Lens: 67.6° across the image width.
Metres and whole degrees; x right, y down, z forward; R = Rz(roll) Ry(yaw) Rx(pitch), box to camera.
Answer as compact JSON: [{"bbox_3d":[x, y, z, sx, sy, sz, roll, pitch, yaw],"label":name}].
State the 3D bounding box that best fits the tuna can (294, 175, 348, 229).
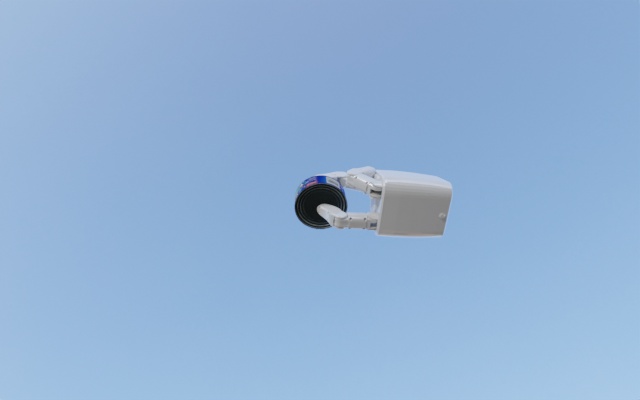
[{"bbox_3d":[0.000,0.002,0.780,0.086,0.086,0.033,0,30,-3],"label":"tuna can"}]
